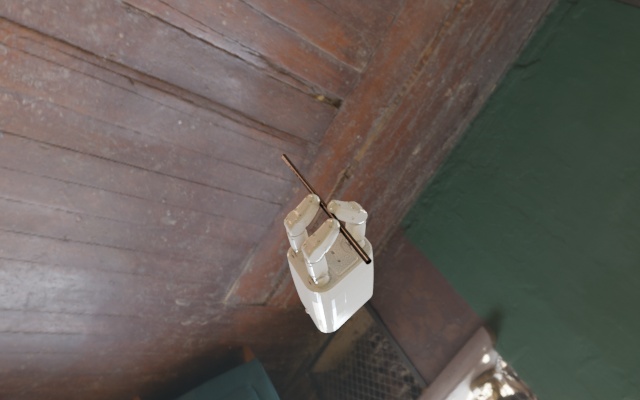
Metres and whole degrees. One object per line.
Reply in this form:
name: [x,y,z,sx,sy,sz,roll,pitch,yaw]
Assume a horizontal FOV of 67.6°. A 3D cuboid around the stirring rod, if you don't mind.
stirring rod: [0.000,0.002,0.622,0.011,0.011,0.239,0,34,-33]
